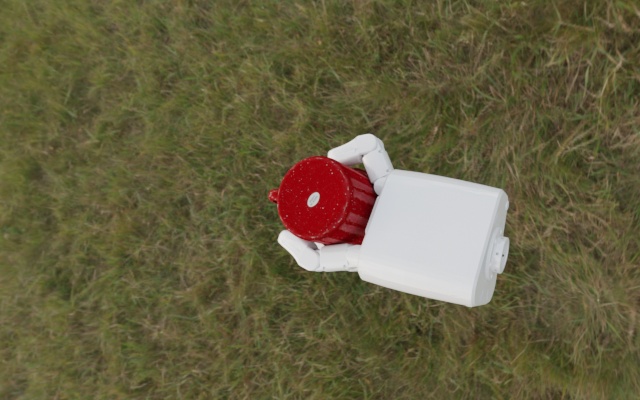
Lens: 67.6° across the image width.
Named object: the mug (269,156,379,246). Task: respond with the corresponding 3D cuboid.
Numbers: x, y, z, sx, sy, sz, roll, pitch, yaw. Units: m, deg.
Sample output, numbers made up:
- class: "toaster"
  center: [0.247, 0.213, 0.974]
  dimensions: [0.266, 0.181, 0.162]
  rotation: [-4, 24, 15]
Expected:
- class: "mug"
  center: [-0.001, 0.001, 0.485]
  dimensions: [0.117, 0.093, 0.081]
  rotation: [10, -5, 30]
